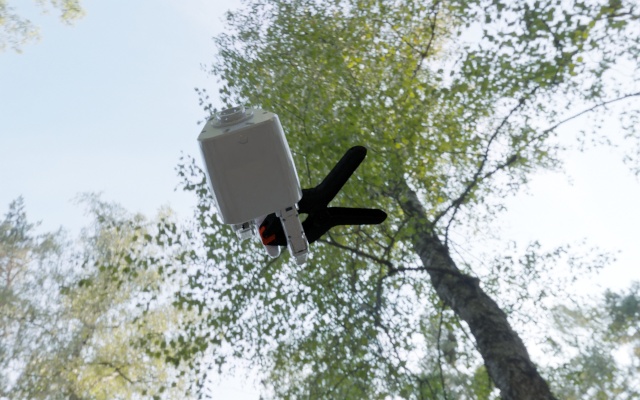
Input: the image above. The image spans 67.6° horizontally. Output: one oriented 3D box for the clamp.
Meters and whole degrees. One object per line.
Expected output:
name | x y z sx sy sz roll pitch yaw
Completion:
clamp | 0.000 0.002 0.606 0.171 0.120 0.039 -19 27 -11
